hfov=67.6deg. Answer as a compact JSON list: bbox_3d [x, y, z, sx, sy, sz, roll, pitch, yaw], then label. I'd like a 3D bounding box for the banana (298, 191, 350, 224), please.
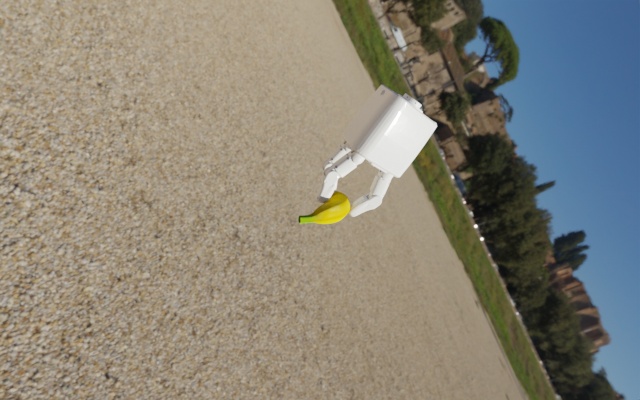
[{"bbox_3d":[0.018,0.007,0.813,0.069,0.037,0.197,11,12,9],"label":"banana"}]
